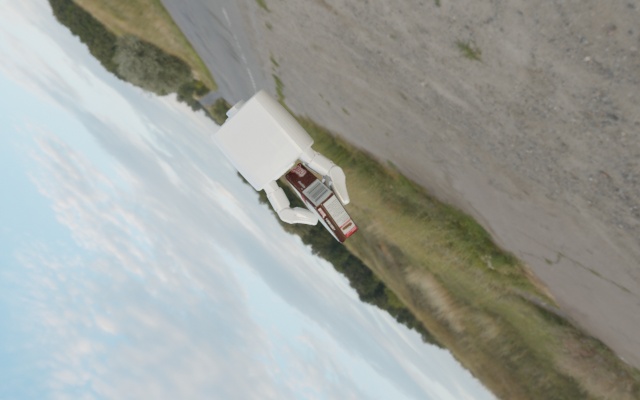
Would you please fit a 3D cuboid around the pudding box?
[{"bbox_3d":[0.000,0.002,0.728,0.090,0.039,0.113,53,-4,-39],"label":"pudding box"}]
